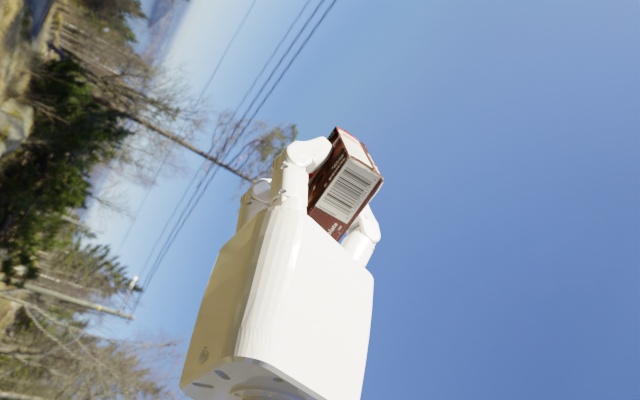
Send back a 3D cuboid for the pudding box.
[{"bbox_3d":[0.000,0.001,0.405,0.039,0.113,0.090,32,17,-18],"label":"pudding box"}]
